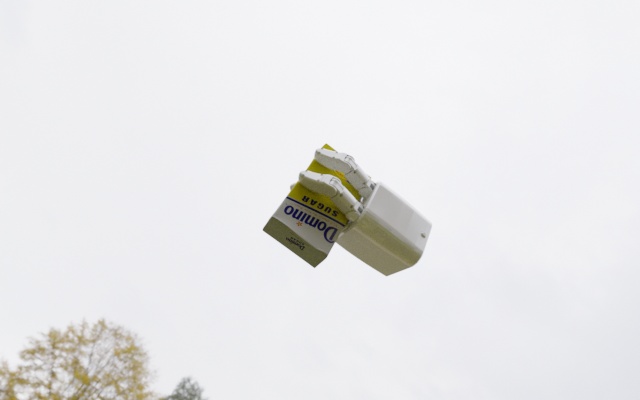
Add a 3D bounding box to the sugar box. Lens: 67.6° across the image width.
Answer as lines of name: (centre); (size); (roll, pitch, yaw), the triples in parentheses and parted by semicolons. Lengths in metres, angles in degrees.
sugar box: (0.001, 0.002, 0.690); (0.093, 0.176, 0.048); (36, -44, -5)
